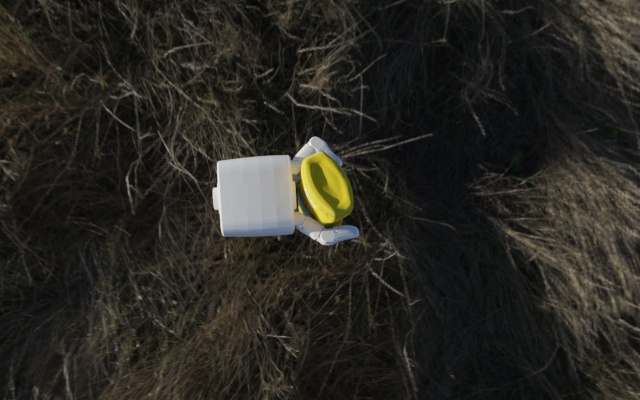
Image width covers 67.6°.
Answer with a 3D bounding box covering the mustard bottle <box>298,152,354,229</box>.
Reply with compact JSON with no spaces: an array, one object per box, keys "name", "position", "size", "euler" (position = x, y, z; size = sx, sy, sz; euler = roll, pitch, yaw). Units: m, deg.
[{"name":"mustard bottle","position":[0.000,0.002,0.735],"size":[0.058,0.096,0.192],"euler":[-28,-11,-14]}]
